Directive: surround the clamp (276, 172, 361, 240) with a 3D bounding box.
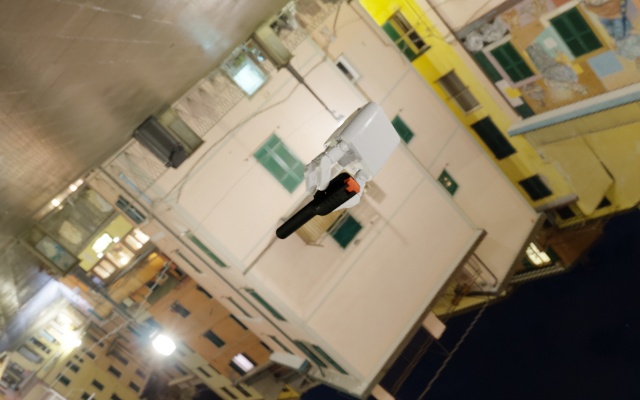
[{"bbox_3d":[0.001,0.003,0.871,0.036,0.164,0.210,44,-22,-14],"label":"clamp"}]
